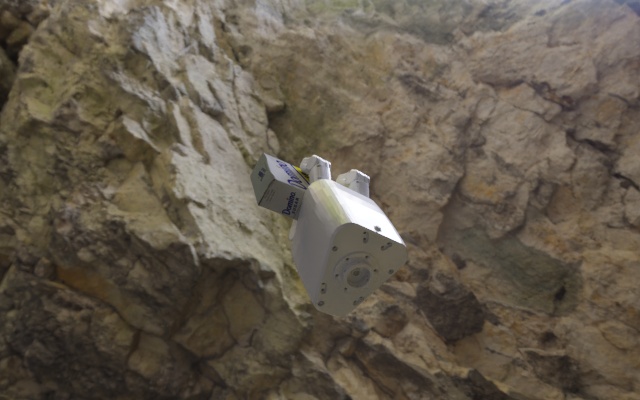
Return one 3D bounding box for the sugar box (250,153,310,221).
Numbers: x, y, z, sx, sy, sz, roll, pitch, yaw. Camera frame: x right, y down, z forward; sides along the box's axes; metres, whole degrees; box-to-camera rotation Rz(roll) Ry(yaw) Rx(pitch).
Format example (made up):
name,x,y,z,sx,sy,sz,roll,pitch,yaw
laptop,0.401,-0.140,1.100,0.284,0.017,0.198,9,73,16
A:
name,x,y,z,sx,sy,sz,roll,pitch,yaw
sugar box,0.000,0.002,0.619,0.176,0.048,0.093,25,16,-24
